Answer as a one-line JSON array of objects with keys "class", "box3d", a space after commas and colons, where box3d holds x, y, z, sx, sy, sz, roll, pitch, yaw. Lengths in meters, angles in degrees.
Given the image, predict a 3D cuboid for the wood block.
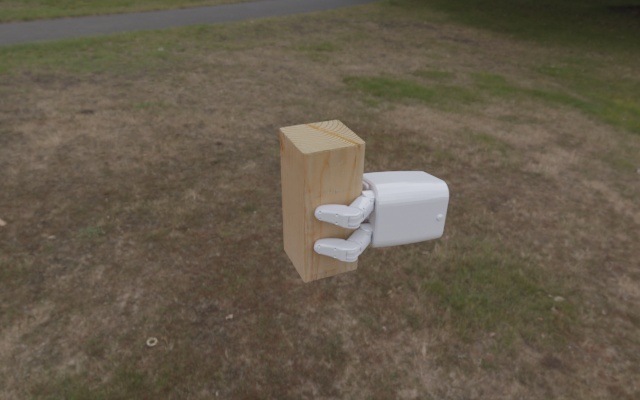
[{"class": "wood block", "box3d": [0.000, 0.002, 0.681, 0.090, 0.206, 0.090, -12, 33, -20]}]
